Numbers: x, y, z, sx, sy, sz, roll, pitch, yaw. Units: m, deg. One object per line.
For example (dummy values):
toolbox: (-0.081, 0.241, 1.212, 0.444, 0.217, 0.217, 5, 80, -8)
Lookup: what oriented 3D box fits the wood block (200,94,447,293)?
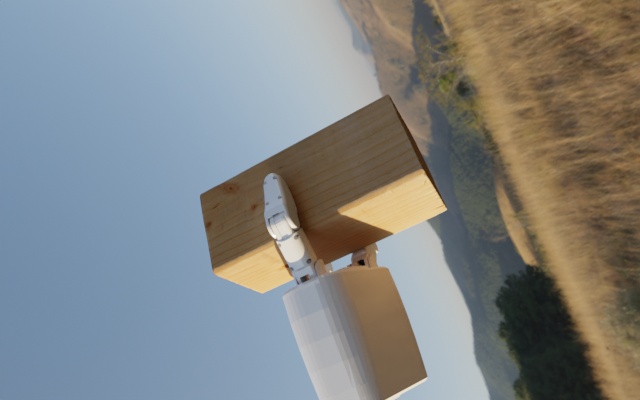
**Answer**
wood block: (0.000, 0.002, 0.456, 0.206, 0.090, 0.091, -26, -31, 15)
